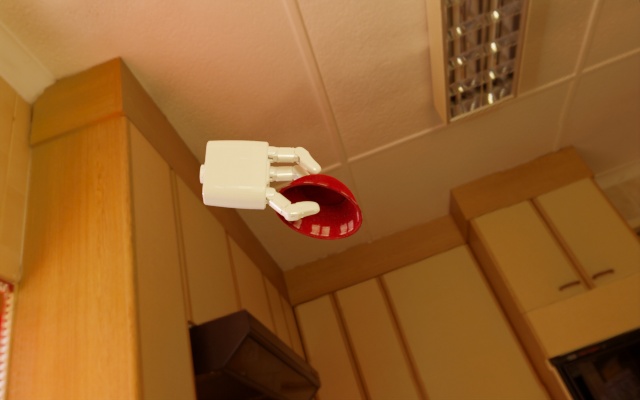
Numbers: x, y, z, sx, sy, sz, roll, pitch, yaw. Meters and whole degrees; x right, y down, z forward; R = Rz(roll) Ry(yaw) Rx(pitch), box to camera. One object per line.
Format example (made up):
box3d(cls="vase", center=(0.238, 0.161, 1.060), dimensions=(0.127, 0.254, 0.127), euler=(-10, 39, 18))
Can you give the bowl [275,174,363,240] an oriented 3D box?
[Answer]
box3d(cls="bowl", center=(0.001, 0.003, 0.857), dimensions=(0.162, 0.055, 0.162), euler=(10, -38, 8))
